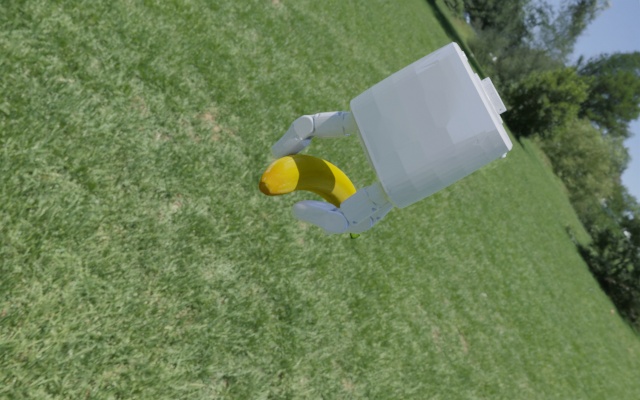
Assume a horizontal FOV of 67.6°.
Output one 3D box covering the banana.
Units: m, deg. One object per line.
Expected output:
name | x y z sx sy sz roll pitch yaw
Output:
banana | -0.002 -0.014 0.514 0.037 0.069 0.198 -24 -28 24
